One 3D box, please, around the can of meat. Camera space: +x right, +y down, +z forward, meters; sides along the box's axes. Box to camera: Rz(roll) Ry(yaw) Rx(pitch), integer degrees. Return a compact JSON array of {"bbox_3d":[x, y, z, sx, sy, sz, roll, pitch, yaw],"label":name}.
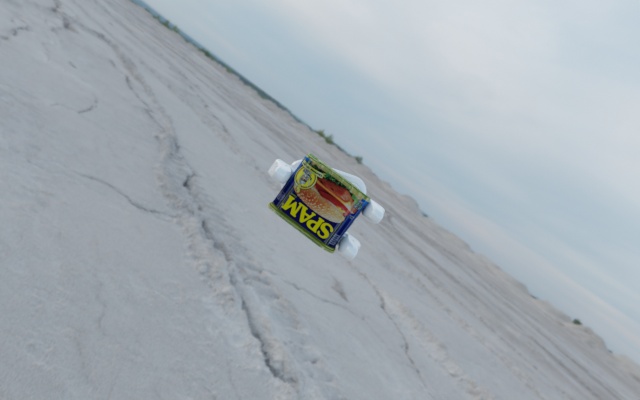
[{"bbox_3d":[0.000,0.002,0.598,0.102,0.084,0.057,37,6,6],"label":"can of meat"}]
